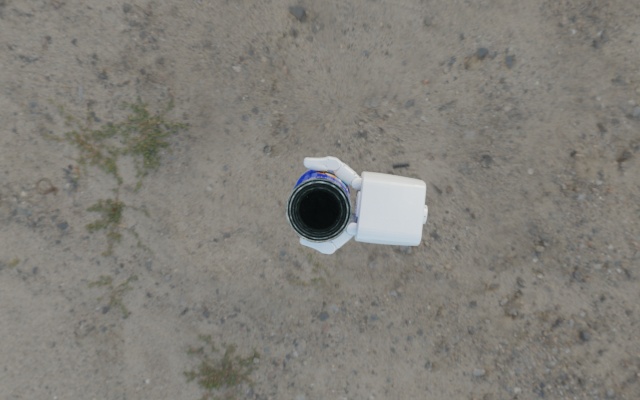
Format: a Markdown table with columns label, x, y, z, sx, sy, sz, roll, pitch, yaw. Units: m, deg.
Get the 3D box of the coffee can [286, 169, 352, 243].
| label | x | y | z | sx | sy | sz | roll | pitch | yaw |
| --- | --- | --- | --- | --- | --- | --- | --- | --- | --- |
| coffee can | 0.000 | 0.002 | 0.797 | 0.103 | 0.103 | 0.140 | 0 | 11 | 2 |
